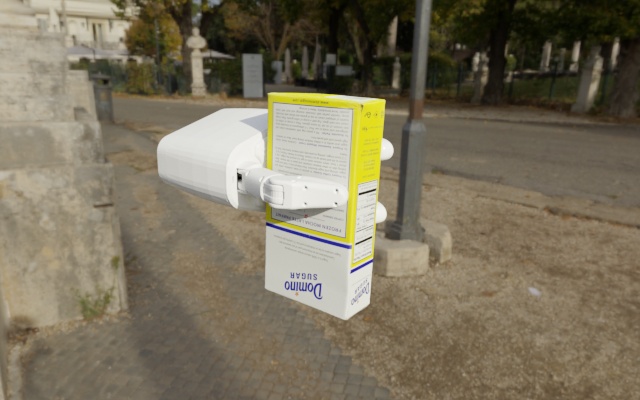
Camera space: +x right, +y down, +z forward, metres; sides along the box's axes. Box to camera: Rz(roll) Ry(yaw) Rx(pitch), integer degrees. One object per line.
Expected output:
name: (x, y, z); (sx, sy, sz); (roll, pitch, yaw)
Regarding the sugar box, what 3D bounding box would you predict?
sugar box: (0.000, 0.001, 0.404); (0.093, 0.176, 0.048); (14, 20, 34)
